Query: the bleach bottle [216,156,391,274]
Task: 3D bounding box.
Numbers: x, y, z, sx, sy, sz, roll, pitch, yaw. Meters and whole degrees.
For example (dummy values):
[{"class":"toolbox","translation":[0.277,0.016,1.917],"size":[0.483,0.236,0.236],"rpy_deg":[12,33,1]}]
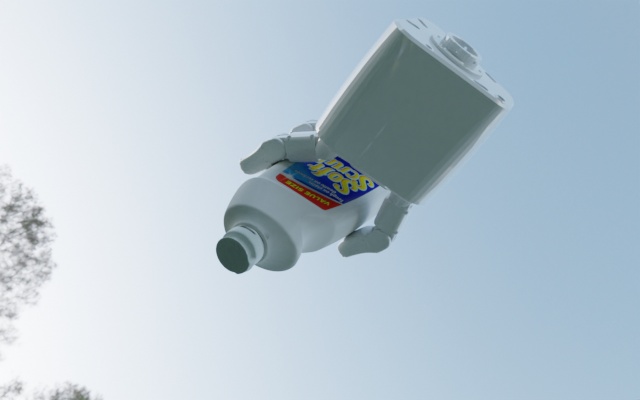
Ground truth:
[{"class":"bleach bottle","translation":[0.000,0.001,0.436],"size":[0.068,0.102,0.250],"rpy_deg":[-52,-8,33]}]
